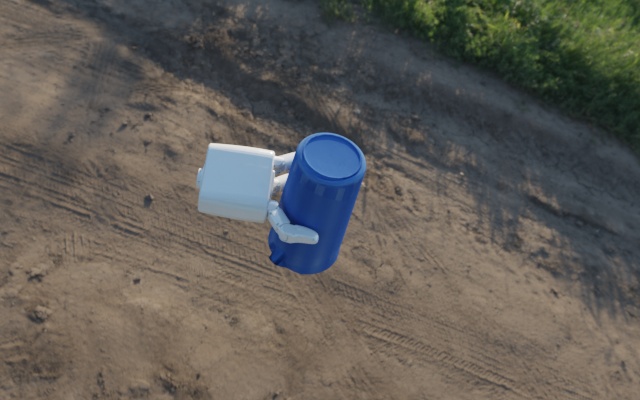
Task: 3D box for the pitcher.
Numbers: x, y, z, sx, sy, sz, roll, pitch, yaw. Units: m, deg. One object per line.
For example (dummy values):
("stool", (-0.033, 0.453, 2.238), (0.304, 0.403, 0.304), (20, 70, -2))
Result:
("pitcher", (0.000, 0.003, 0.794), (0.145, 0.149, 0.243), (9, -39, -9))
